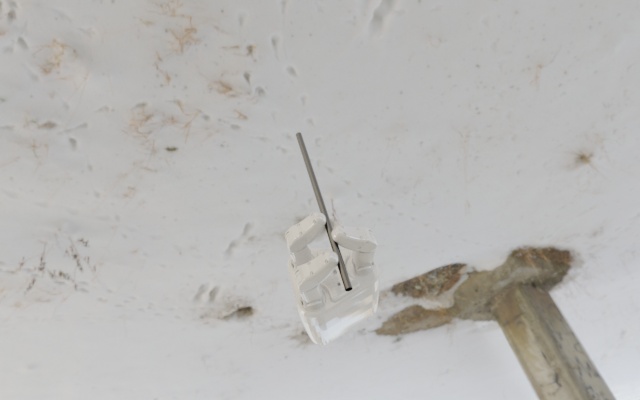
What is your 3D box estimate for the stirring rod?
[{"bbox_3d":[0.000,0.002,0.569,0.011,0.239,0.011,-11,-38,-9],"label":"stirring rod"}]
